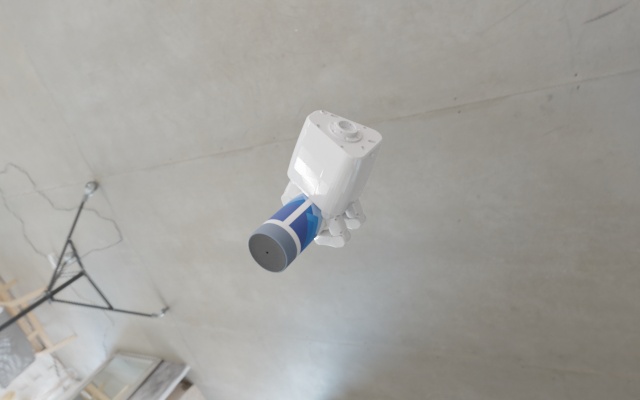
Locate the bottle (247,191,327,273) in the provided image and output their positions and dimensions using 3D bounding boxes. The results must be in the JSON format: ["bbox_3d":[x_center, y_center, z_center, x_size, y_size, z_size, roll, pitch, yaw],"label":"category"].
[{"bbox_3d":[0.000,0.003,0.753,0.069,0.069,0.295,0,28,34],"label":"bottle"}]
